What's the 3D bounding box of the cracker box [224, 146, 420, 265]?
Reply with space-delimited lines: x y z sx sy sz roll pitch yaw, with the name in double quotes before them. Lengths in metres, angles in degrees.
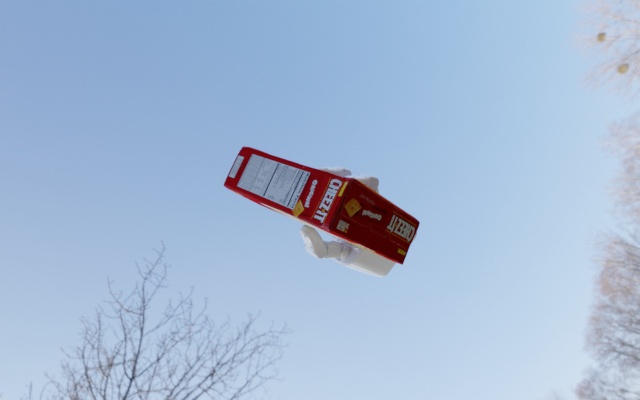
"cracker box" 0.000 0.002 0.639 0.213 0.072 0.164 20 -5 44
